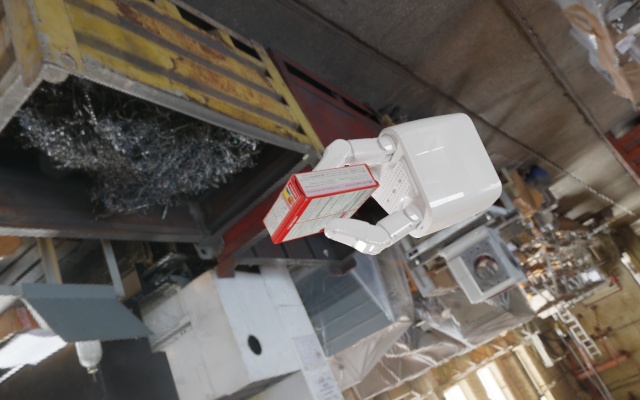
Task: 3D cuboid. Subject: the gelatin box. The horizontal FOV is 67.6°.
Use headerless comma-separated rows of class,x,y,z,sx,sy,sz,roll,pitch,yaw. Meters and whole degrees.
gelatin box,0.000,0.002,0.443,0.089,0.030,0.073,-12,-27,-37
